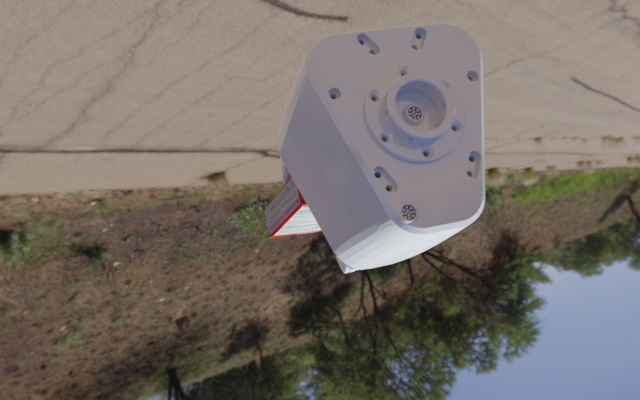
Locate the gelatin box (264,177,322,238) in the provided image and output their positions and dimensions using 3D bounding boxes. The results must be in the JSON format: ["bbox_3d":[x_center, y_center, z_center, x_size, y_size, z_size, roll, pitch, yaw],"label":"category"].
[{"bbox_3d":[0.000,0.002,0.405,0.073,0.030,0.089,-7,-19,-25],"label":"gelatin box"}]
